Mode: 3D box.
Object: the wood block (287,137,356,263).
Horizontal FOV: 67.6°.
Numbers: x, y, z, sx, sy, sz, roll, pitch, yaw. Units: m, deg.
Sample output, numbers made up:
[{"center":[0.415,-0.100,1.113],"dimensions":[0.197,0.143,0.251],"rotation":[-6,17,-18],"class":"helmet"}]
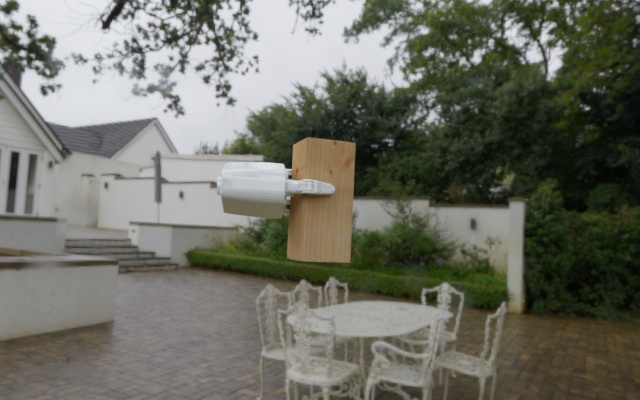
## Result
[{"center":[0.000,0.003,0.836],"dimensions":[0.090,0.206,0.091],"rotation":[4,-4,-20],"class":"wood block"}]
